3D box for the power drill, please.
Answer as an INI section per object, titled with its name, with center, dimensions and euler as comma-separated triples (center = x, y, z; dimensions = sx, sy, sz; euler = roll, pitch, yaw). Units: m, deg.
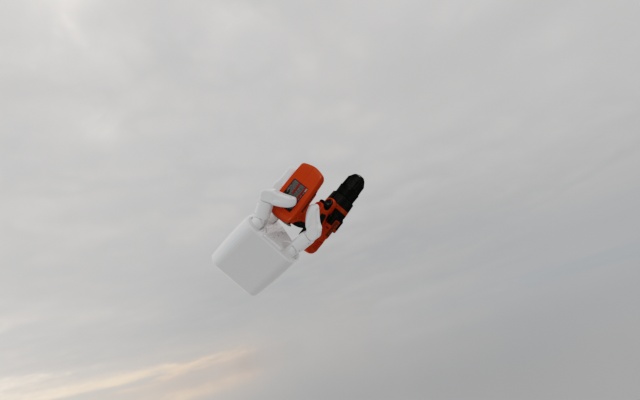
[power drill]
center = 0.000, 0.003, 0.873
dimensions = 0.057, 0.184, 0.188
euler = 35, -4, 29
